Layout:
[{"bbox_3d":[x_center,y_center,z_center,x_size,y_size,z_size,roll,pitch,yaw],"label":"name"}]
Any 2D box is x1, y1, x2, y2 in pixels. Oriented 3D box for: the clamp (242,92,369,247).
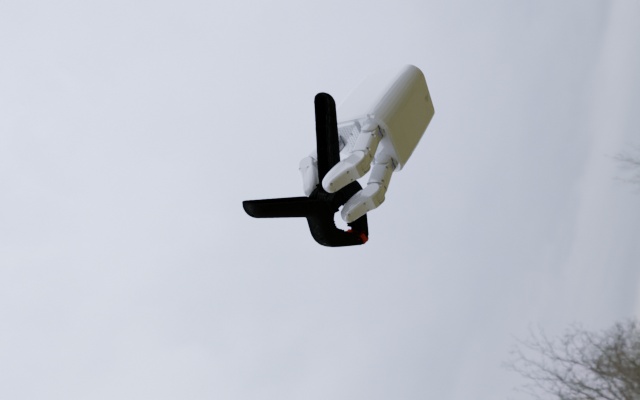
[{"bbox_3d":[0.000,0.002,0.572,0.036,0.164,0.210,18,-30,40],"label":"clamp"}]
